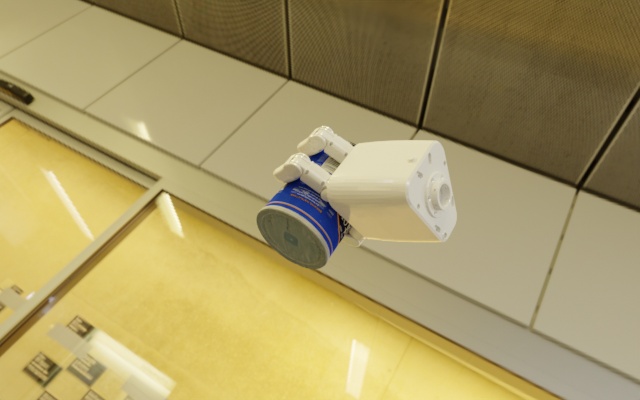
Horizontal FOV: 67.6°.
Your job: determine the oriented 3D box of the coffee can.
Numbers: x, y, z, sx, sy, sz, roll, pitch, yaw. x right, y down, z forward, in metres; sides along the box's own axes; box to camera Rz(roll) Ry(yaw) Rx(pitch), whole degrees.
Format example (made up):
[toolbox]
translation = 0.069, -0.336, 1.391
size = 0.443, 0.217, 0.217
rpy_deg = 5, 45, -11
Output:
[coffee can]
translation = 0.000, 0.002, 0.612
size = 0.103, 0.103, 0.140
rpy_deg = 0, 41, 44
